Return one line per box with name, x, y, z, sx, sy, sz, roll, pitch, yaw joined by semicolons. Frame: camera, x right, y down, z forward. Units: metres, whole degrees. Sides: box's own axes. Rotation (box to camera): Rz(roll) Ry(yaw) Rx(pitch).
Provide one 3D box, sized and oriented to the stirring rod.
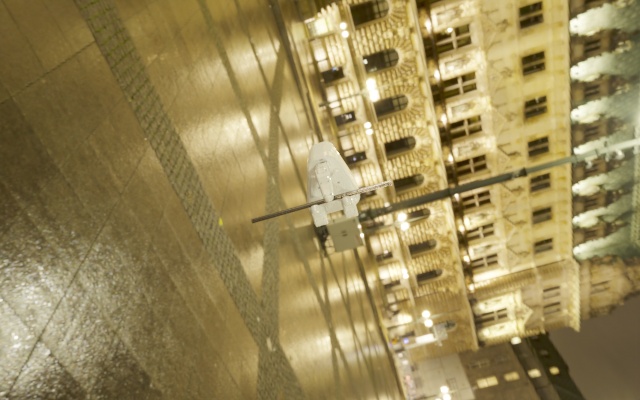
stirring rod;0.000;0.003;0.792;0.239;0.011;0.011;-16;-2;5
